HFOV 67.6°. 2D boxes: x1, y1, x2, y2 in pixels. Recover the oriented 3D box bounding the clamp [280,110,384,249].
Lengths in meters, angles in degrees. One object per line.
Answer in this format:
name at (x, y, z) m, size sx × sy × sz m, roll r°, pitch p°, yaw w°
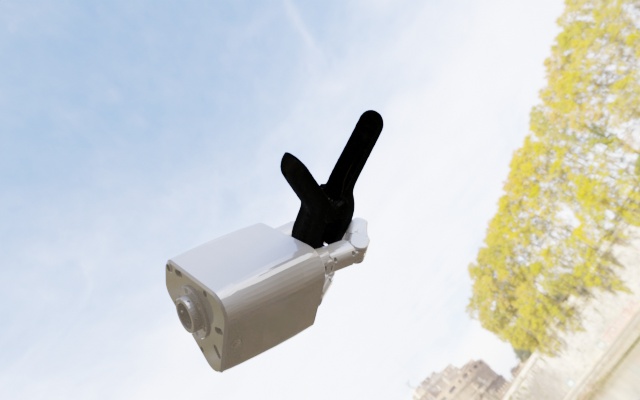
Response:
clamp at (0.000, 0.001, 0.456) m, size 0.120 × 0.172 × 0.039 m, roll -20°, pitch 45°, yaw -38°
